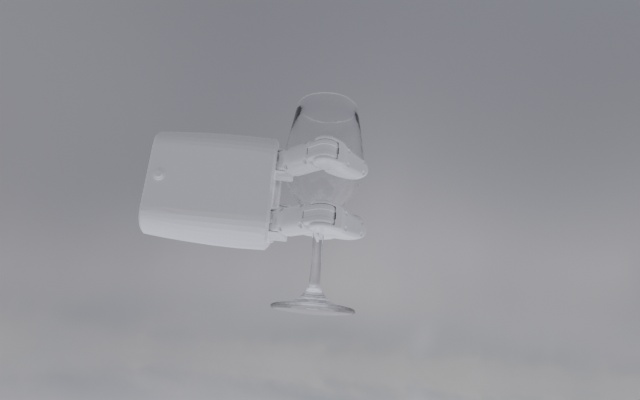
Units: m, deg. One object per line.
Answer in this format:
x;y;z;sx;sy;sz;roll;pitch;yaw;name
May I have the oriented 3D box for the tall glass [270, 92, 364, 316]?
0.000;0.002;0.447;0.079;0.201;0.079;4;-19;1;tall glass
